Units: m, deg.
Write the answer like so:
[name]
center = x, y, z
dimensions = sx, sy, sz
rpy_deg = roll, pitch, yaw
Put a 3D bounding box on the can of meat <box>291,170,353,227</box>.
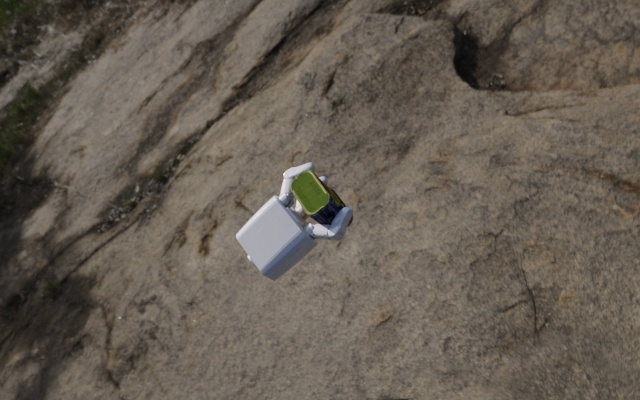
[can of meat]
center = 0.000, 0.003, 0.850
dimensions = 0.084, 0.057, 0.102
rpy_deg = 41, 10, -49
